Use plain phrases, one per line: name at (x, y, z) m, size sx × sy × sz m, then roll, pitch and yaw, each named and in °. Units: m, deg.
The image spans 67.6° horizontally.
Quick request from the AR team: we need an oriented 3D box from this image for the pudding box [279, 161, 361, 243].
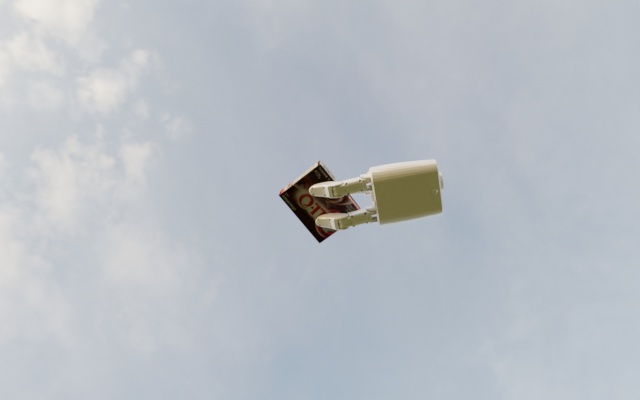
pudding box at (0.000, 0.003, 0.805) m, size 0.090 × 0.113 × 0.039 m, roll -37°, pitch 11°, yaw 14°
